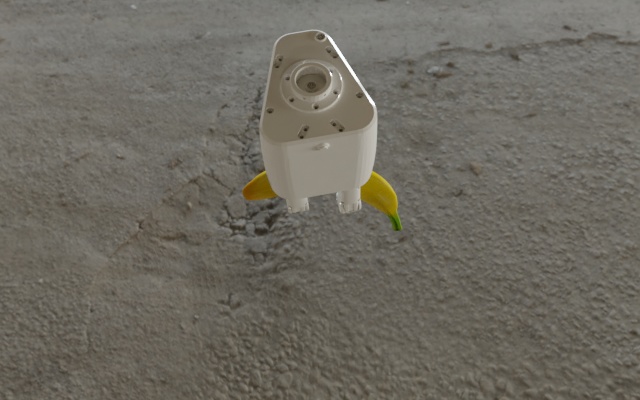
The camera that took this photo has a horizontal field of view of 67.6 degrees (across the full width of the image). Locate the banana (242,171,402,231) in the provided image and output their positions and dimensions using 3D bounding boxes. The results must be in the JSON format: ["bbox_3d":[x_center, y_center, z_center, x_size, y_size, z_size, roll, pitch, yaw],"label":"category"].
[{"bbox_3d":[0.007,-0.016,0.567,0.198,0.069,0.037,12,0,2],"label":"banana"}]
